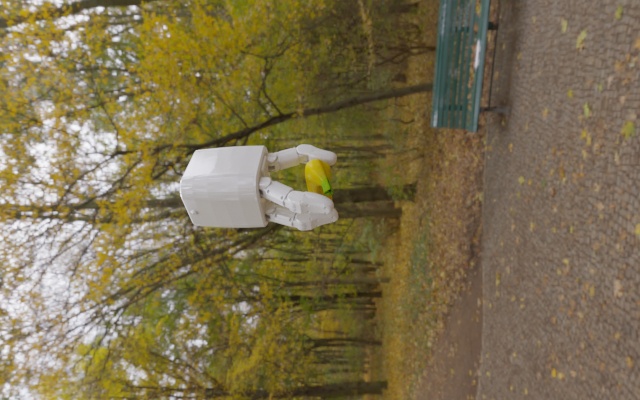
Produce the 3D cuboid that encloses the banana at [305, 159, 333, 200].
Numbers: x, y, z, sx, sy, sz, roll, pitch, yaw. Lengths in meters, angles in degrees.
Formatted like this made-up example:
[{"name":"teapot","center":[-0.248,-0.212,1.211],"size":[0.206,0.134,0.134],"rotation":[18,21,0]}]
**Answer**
[{"name":"banana","center":[-0.001,-0.017,0.701],"size":[0.037,0.069,0.198],"rotation":[-5,-14,1]}]
